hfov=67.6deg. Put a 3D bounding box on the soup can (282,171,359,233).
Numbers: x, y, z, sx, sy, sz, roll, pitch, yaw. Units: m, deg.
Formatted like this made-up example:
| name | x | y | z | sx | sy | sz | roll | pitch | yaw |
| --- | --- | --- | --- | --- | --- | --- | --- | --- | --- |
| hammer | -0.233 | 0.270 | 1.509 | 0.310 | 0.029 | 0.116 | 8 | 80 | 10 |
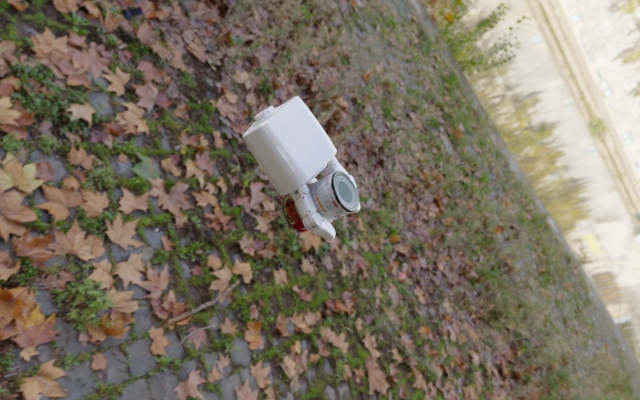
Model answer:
| name | x | y | z | sx | sy | sz | roll | pitch | yaw |
| --- | --- | --- | --- | --- | --- | --- | --- | --- | --- |
| soup can | 0.001 | 0.003 | 0.742 | 0.102 | 0.068 | 0.068 | -24 | -13 | 32 |
